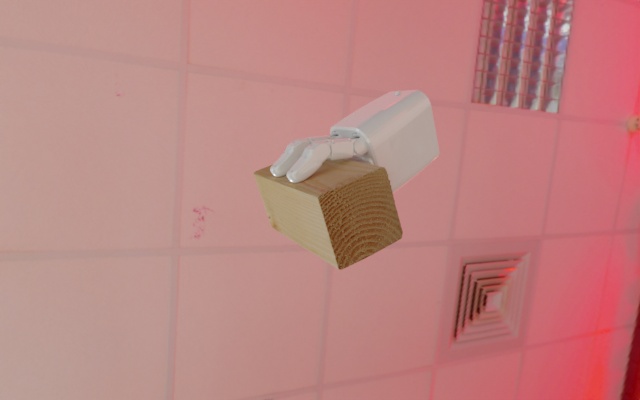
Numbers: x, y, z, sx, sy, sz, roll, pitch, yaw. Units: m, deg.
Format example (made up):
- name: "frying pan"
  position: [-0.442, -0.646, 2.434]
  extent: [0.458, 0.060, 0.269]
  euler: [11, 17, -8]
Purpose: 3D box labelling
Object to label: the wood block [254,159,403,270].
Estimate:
- name: "wood block"
  position: [0.000, 0.002, 0.604]
  extent: [0.090, 0.091, 0.206]
  euler: [-24, 19, -20]
